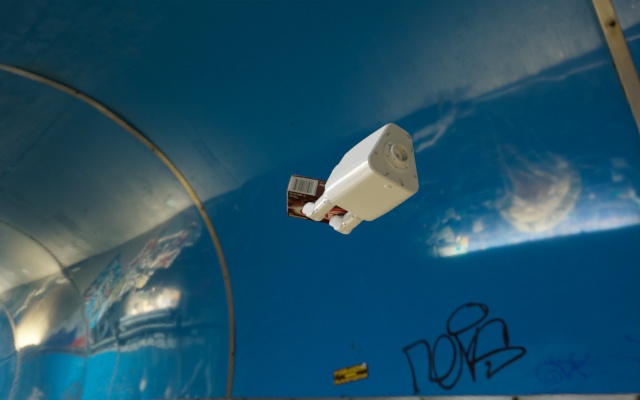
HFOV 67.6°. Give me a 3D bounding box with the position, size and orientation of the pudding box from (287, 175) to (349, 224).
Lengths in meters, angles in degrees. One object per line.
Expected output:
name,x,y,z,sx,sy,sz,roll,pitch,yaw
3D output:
pudding box,0.000,0.003,0.819,0.113,0.039,0.090,13,-31,3
